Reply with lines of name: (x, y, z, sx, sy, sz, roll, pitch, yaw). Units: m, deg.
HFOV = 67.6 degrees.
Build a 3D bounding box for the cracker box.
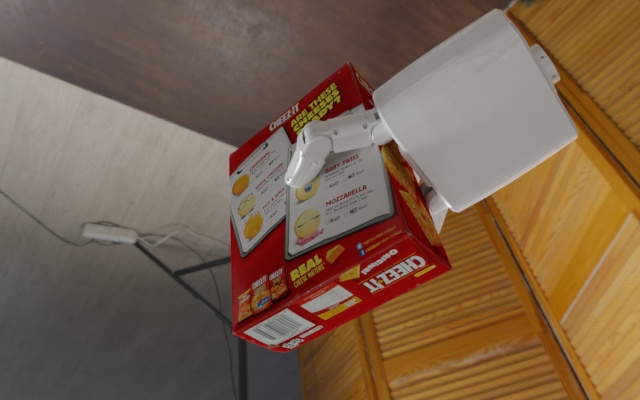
cracker box: (0.000, 0.001, 0.424, 0.164, 0.213, 0.072, -33, -48, 22)
